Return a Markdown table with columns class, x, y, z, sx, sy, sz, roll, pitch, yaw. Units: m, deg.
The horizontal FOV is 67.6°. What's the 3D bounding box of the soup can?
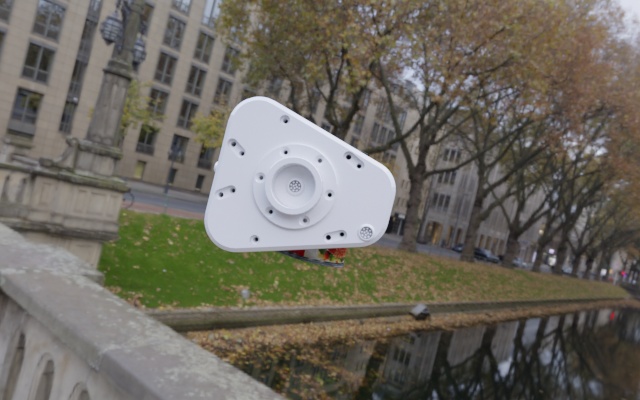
| class | x | y | z | sx | sy | sz | roll | pitch | yaw |
| --- | --- | --- | --- | --- | --- | --- | --- | --- | --- |
| soup can | 0.000 | 0.001 | 0.429 | 0.068 | 0.102 | 0.068 | 14 | 1 | 0 |
